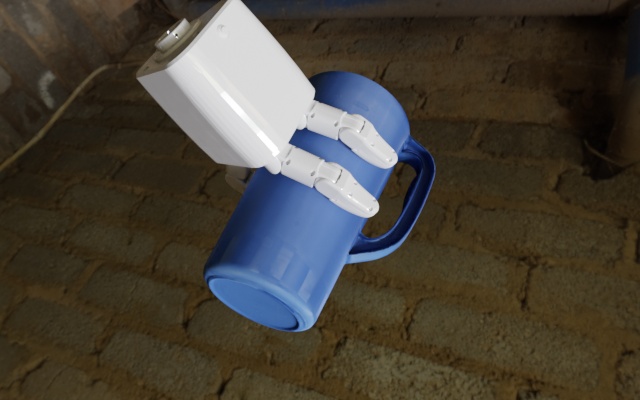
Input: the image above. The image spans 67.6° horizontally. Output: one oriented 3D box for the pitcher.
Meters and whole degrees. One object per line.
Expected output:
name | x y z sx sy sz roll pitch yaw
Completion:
pitcher | 0.000 0.001 0.469 0.149 0.242 0.145 -7 -45 43
